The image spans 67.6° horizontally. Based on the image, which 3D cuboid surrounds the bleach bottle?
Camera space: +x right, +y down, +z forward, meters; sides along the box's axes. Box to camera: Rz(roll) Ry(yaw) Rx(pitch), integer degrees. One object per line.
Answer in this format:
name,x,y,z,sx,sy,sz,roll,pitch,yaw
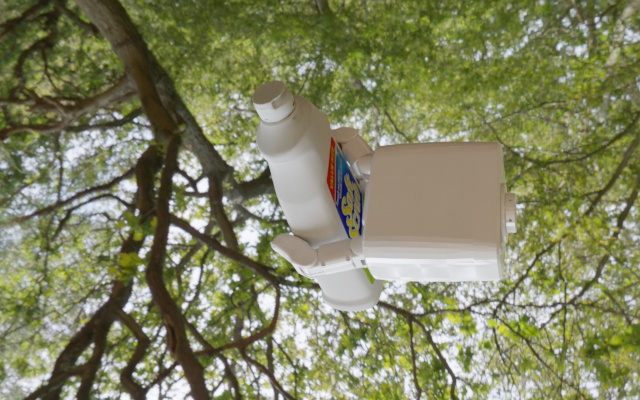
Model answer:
bleach bottle,0.000,0.001,0.453,0.068,0.102,0.251,-3,-40,24
